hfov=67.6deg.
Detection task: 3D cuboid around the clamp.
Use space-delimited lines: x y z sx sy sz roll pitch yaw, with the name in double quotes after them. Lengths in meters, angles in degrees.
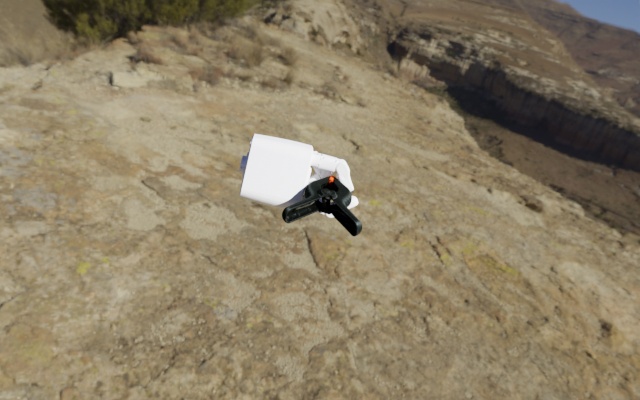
0.000 0.002 0.770 0.120 0.039 0.171 13 22 -8 "clamp"
